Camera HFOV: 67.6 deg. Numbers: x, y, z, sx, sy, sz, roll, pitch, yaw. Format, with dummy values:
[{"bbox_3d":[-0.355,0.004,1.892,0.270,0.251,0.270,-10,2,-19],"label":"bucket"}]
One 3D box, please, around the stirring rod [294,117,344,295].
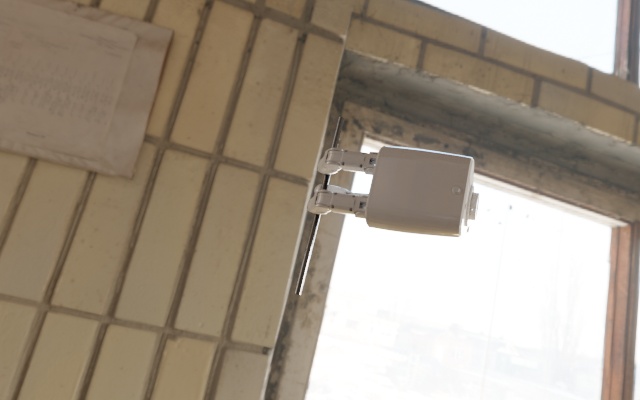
[{"bbox_3d":[0.000,0.002,0.614,0.011,0.239,0.011,13,-14,3],"label":"stirring rod"}]
